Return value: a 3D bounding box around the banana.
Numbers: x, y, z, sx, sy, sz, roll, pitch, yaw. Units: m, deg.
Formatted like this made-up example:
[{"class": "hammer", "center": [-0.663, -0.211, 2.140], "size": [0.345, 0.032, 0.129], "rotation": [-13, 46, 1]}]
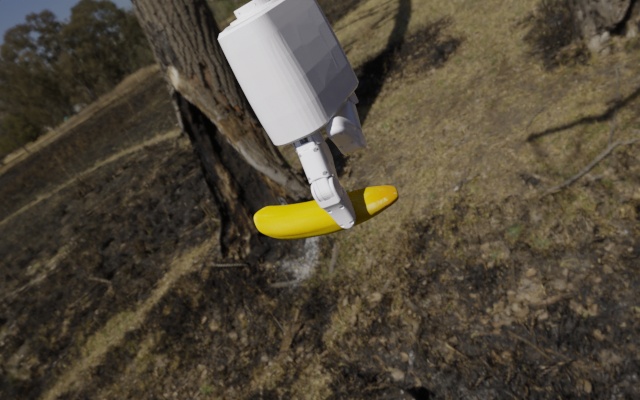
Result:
[{"class": "banana", "center": [-0.012, 0.013, 0.514], "size": [0.198, 0.037, 0.069], "rotation": [-6, 33, 43]}]
